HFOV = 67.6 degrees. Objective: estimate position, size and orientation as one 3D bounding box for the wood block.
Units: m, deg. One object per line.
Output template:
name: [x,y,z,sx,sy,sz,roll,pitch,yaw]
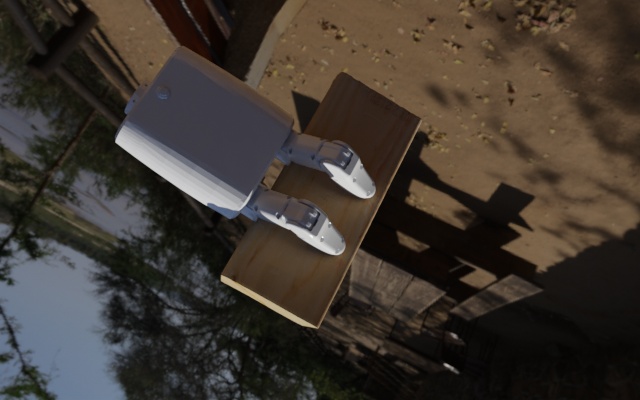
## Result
wood block: [0.000,0.001,0.440,0.090,0.206,0.091,30,-17,-4]
